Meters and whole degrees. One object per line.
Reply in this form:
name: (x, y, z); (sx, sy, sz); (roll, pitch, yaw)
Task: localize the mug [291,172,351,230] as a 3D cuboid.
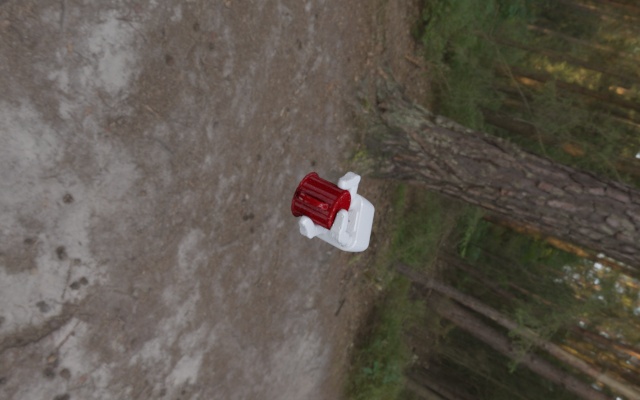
mug: (0.000, 0.003, 0.879); (0.081, 0.093, 0.117); (25, 2, 23)
